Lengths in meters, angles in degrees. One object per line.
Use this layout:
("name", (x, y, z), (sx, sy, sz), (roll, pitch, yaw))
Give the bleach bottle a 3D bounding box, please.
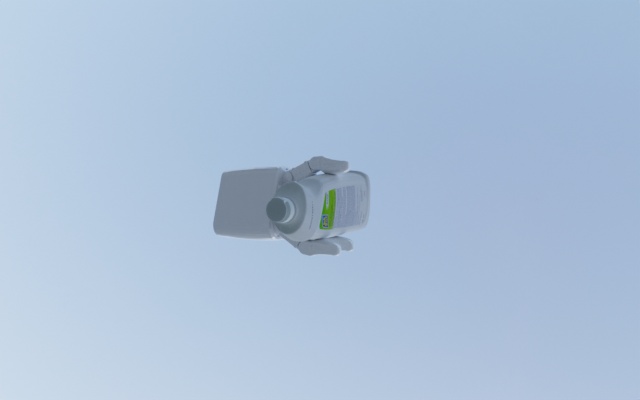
("bleach bottle", (0.000, 0.002, 0.675), (0.068, 0.102, 0.251), (0, 0, 25))
